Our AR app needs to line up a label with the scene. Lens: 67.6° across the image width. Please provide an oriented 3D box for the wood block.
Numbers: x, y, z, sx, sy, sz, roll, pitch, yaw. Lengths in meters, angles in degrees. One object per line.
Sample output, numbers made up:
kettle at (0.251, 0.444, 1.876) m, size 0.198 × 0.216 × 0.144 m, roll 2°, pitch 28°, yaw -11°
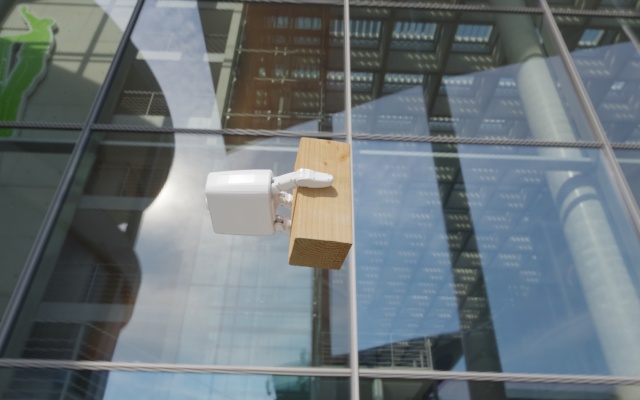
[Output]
wood block at (0.000, 0.002, 0.810) m, size 0.090 × 0.206 × 0.091 m, roll 7°, pitch -36°, yaw -8°
